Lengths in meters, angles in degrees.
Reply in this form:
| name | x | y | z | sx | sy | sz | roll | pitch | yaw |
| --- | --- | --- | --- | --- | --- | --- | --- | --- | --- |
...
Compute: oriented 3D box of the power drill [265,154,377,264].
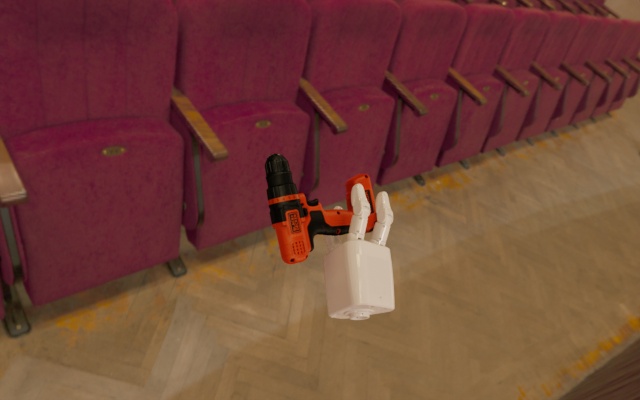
| name | x | y | z | sx | sy | sz | roll | pitch | yaw |
| --- | --- | --- | --- | --- | --- | --- | --- | --- | --- |
| power drill | 0.001 | 0.003 | 0.819 | 0.187 | 0.184 | 0.057 | -10 | -1 | -27 |
